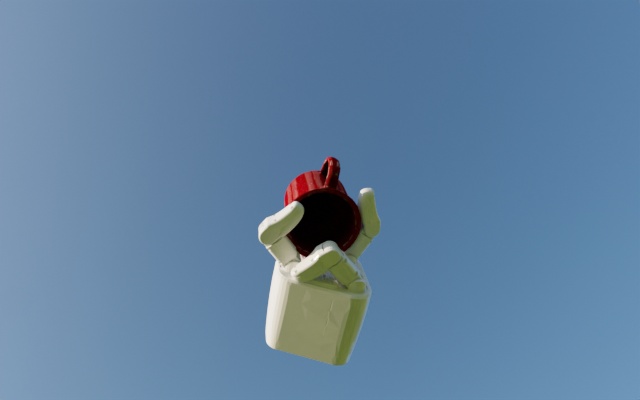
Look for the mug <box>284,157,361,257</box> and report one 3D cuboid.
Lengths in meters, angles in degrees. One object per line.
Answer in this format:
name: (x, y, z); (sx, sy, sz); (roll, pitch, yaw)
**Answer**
mug: (0.000, 0.001, 0.586); (0.093, 0.117, 0.081); (9, 22, -11)
